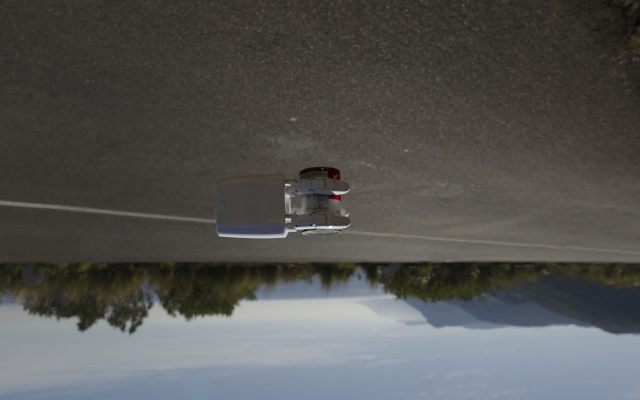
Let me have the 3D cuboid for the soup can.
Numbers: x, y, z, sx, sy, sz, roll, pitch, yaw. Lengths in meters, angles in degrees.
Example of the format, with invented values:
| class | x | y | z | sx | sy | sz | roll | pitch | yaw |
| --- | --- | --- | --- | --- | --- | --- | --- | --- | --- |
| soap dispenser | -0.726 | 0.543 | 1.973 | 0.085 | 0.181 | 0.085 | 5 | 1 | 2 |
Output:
| class | x | y | z | sx | sy | sz | roll | pitch | yaw |
| --- | --- | --- | --- | --- | --- | --- | --- | --- | --- |
| soup can | 0.001 | 0.003 | 0.778 | 0.068 | 0.102 | 0.068 | -1 | -12 | 0 |
